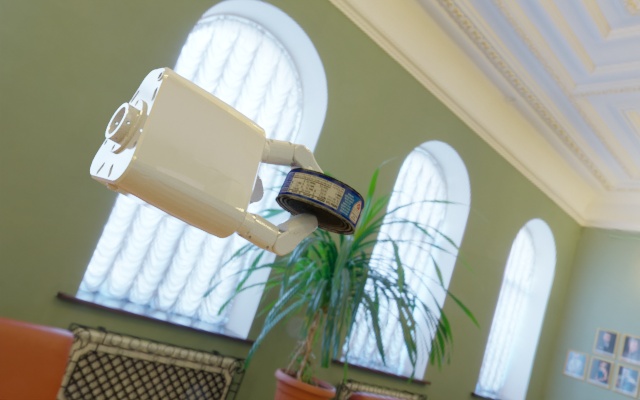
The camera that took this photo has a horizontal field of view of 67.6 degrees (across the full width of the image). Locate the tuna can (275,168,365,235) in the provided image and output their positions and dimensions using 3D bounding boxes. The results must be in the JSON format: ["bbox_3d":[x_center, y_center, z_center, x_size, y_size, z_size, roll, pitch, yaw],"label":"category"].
[{"bbox_3d":[0.000,0.001,0.480,0.086,0.033,0.086,22,-15,6],"label":"tuna can"}]
